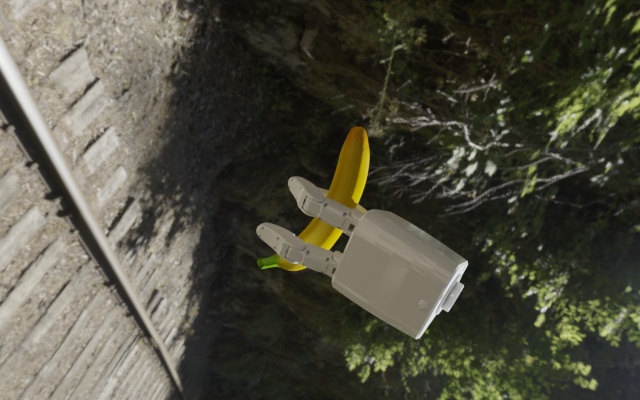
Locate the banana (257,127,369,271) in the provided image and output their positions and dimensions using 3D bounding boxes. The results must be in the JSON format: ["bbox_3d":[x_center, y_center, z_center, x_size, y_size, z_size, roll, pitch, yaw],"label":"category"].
[{"bbox_3d":[0.009,0.010,0.554,0.037,0.198,0.070,38,6,40],"label":"banana"}]
